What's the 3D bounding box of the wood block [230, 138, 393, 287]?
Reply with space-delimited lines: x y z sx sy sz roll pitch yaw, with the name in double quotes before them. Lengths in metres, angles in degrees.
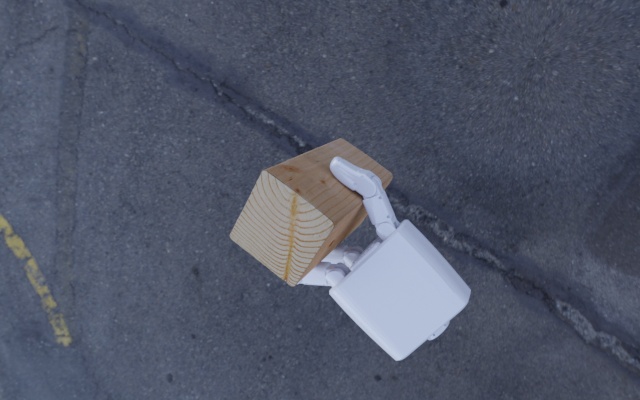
"wood block" 0.000 0.002 0.559 0.090 0.091 0.206 37 27 10
